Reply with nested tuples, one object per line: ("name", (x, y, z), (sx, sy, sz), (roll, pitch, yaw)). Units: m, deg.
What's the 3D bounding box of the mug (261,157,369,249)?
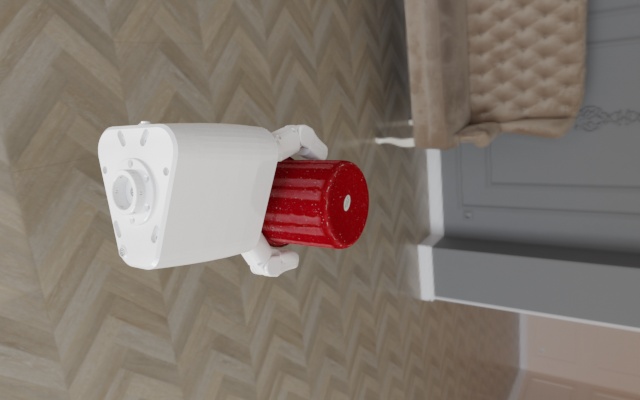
("mug", (0.001, 0.002, 0.466), (0.081, 0.093, 0.117), (3, 6, 34))
